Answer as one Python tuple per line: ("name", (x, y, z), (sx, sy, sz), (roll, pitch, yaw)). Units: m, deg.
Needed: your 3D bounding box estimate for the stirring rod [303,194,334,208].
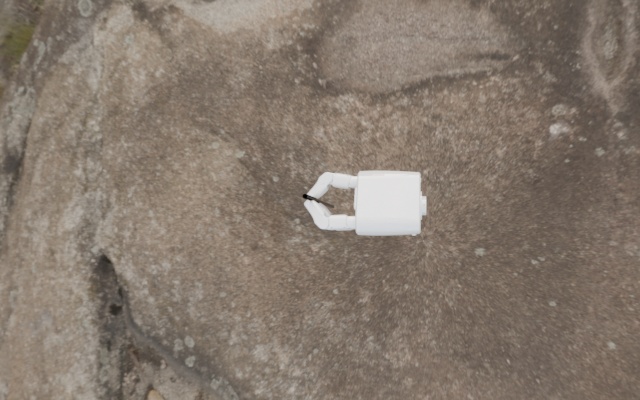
("stirring rod", (0.000, 0.003, 0.888), (0.011, 0.011, 0.239), (0, -5, 12))
